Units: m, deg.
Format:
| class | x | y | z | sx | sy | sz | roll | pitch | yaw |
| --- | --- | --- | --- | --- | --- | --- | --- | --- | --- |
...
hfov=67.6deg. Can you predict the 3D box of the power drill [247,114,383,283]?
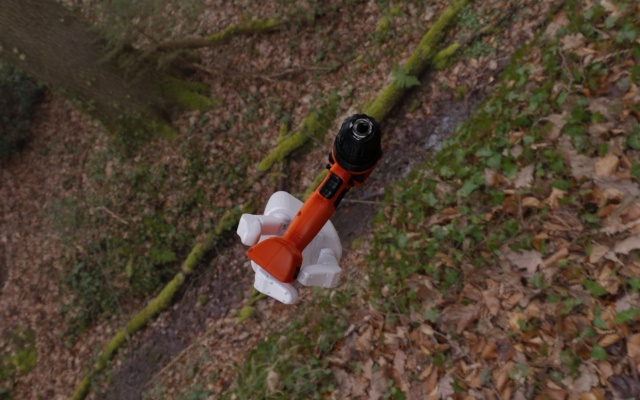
| class | x | y | z | sx | sy | sz | roll | pitch | yaw |
| --- | --- | --- | --- | --- | --- | --- | --- | --- | --- |
| power drill | 0.000 | 0.002 | 0.524 | 0.057 | 0.187 | 0.184 | 37 | -7 | 8 |
